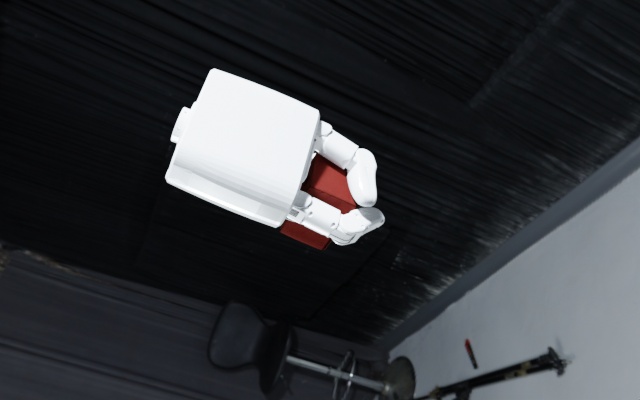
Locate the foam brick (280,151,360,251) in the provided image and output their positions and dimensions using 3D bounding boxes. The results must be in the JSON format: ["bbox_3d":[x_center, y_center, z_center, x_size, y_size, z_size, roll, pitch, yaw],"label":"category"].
[{"bbox_3d":[0.000,0.002,0.474,0.051,0.053,0.078,22,-46,-13],"label":"foam brick"}]
